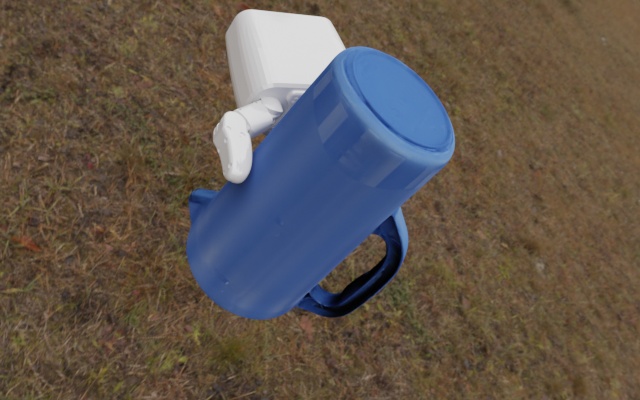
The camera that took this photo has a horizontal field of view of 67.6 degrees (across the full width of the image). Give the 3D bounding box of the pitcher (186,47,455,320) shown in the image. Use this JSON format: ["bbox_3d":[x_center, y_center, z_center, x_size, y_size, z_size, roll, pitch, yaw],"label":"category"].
[{"bbox_3d":[0.000,0.001,0.406,0.149,0.145,0.243,8,-37,-36],"label":"pitcher"}]
